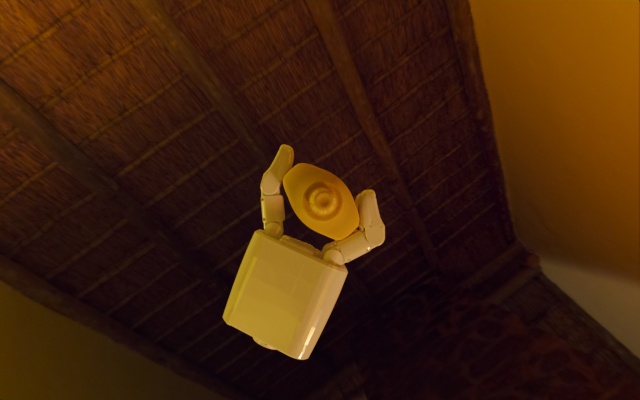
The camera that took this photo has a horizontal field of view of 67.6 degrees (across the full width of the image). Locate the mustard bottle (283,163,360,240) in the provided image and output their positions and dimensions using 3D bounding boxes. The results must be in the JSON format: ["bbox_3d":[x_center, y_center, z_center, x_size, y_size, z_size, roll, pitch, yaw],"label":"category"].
[{"bbox_3d":[0.000,0.001,0.533,0.058,0.096,0.191,-42,0,-1],"label":"mustard bottle"}]
